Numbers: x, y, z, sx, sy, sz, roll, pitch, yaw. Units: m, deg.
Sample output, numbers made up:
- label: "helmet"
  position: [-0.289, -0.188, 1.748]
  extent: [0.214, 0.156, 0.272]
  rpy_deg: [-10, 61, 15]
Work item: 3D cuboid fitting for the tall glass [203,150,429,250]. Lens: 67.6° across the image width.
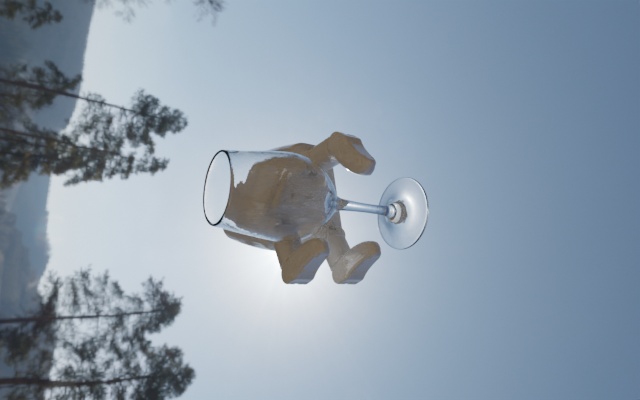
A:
- label: "tall glass"
  position: [0.001, 0.001, 0.433]
  extent: [0.201, 0.079, 0.079]
  rpy_deg: [8, -4, -33]
